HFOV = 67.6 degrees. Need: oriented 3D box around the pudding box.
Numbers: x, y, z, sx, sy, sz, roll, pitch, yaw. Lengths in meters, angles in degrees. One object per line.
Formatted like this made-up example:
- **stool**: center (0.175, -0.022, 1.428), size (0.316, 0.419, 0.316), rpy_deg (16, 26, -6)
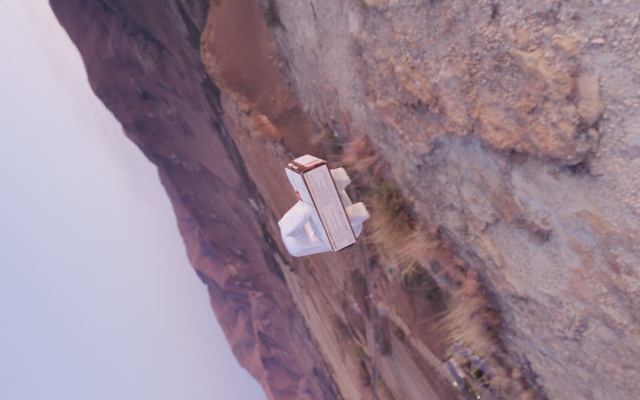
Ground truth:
- **pudding box**: center (0.000, 0.002, 0.608), size (0.039, 0.113, 0.090), rpy_deg (-27, 17, -11)
